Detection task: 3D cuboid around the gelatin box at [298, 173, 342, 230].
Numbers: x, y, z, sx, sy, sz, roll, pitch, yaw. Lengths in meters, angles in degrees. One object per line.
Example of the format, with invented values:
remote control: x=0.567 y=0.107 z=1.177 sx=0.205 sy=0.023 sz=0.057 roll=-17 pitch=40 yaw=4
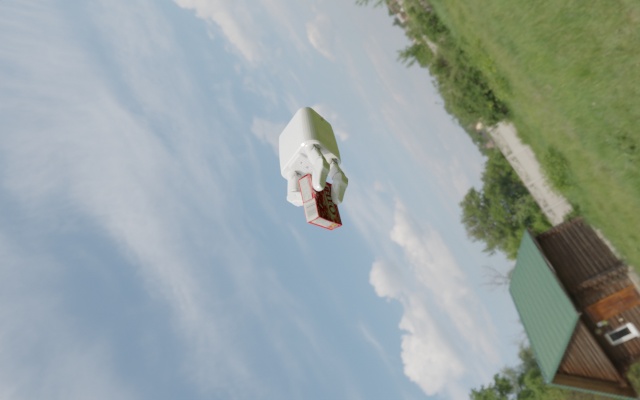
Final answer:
gelatin box: x=0.000 y=0.003 z=0.855 sx=0.030 sy=0.089 sz=0.073 roll=-27 pitch=-29 yaw=28
